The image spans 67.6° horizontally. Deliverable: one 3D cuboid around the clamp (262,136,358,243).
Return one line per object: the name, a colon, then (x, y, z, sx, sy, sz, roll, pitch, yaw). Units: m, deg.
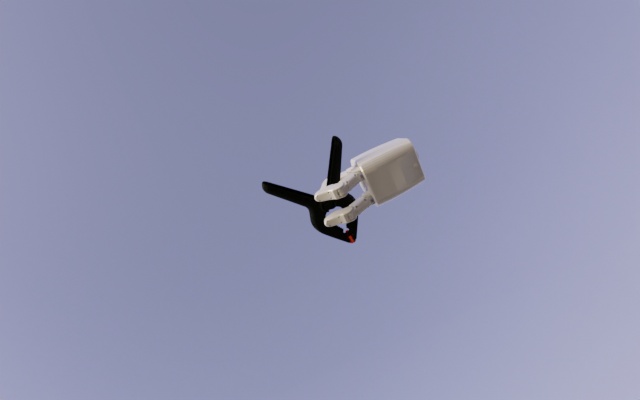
clamp: (0.000, 0.003, 0.893, 0.164, 0.210, 0.036, -26, 26, 2)
